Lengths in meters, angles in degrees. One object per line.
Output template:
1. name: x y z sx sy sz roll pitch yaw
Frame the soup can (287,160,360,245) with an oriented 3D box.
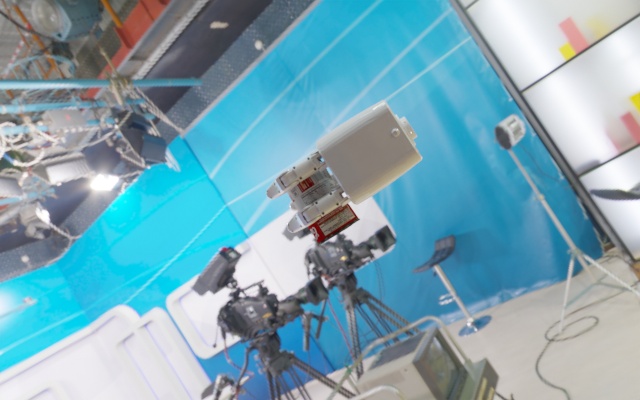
1. soup can: 0.000 0.002 0.670 0.068 0.102 0.068 -32 -3 -2
